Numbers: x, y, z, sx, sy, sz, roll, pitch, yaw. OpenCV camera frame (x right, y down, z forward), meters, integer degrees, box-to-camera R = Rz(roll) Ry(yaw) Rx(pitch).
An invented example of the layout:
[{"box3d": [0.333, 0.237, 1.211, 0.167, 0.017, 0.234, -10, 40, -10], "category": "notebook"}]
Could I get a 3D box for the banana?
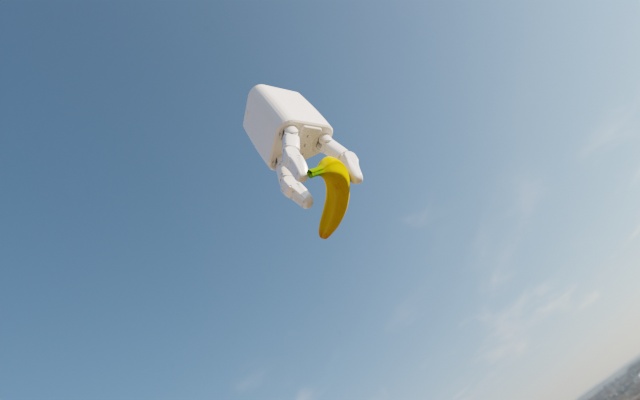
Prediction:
[{"box3d": [0.015, -0.009, 0.725, 0.069, 0.037, 0.198, -31, -31, -12], "category": "banana"}]
